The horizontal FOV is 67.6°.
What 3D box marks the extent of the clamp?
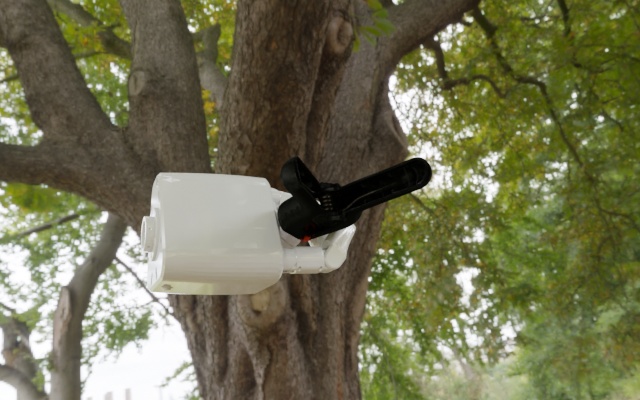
[{"bbox_3d":[0.000,0.001,0.414,0.120,0.039,0.171,8,-25,-26],"label":"clamp"}]
